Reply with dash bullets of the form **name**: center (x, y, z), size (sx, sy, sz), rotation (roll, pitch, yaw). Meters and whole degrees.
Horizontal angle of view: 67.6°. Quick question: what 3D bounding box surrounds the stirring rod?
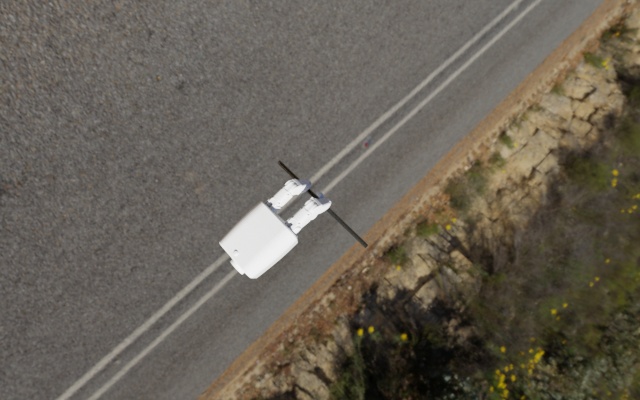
- **stirring rod**: center (0.000, 0.003, 0.877), size (0.239, 0.011, 0.011), rotation (44, 20, 22)
